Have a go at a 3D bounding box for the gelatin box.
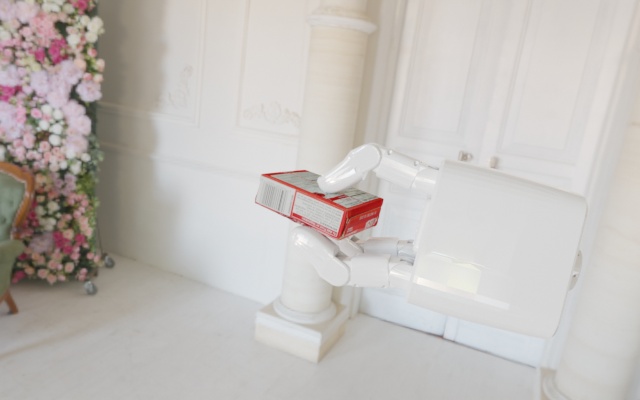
[{"bbox_3d":[0.000,0.001,0.417,0.089,0.030,0.073,23,17,25],"label":"gelatin box"}]
